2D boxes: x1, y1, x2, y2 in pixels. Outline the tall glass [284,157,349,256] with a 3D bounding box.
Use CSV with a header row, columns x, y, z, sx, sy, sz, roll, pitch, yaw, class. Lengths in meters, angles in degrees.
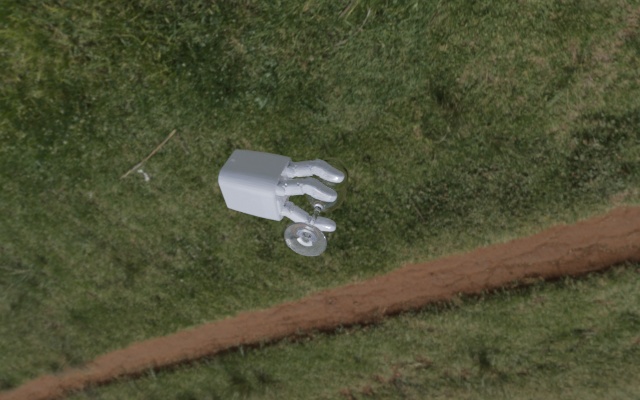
x,y,z,sx,sy,sz,roll,pitch,yaw,class
0.000,0.003,0.852,0.079,0.079,0.201,0,38,19,tall glass
